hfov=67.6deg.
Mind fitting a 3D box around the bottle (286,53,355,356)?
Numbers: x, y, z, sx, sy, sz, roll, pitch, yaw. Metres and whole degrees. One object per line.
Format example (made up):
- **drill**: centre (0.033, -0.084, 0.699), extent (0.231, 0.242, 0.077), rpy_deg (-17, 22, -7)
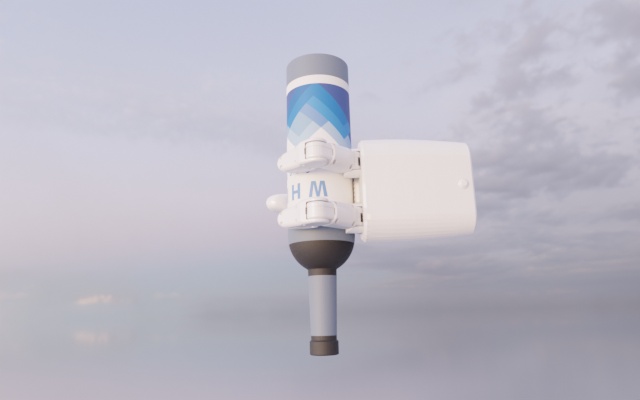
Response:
- **bottle**: centre (0.000, 0.001, 0.481), extent (0.069, 0.295, 0.069), rpy_deg (-1, -13, 0)
